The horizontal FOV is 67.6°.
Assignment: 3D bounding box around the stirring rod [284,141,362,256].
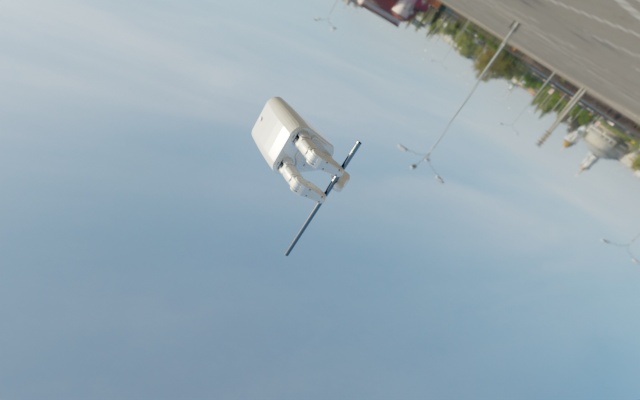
[{"bbox_3d":[0.000,0.002,0.782,0.011,0.240,0.011,27,25,-14],"label":"stirring rod"}]
